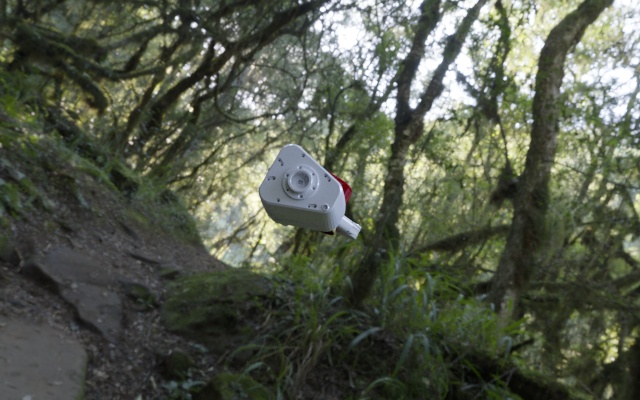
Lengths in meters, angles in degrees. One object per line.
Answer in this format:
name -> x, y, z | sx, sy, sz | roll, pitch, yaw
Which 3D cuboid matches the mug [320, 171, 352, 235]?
mug -> 0.000, 0.003, 0.797 | 0.093, 0.081, 0.117 | 27, -11, 9
